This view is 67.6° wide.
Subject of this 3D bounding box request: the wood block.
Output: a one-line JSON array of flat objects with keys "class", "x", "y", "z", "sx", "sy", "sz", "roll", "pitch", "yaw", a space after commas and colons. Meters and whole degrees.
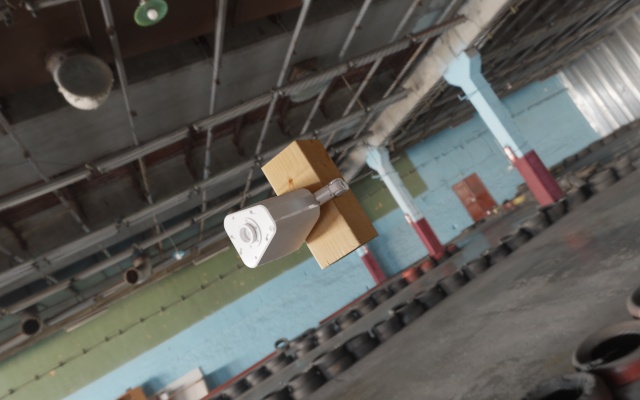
[{"class": "wood block", "x": 0.000, "y": 0.003, "z": 0.838, "sx": 0.091, "sy": 0.206, "sz": 0.090, "roll": -36, "pitch": -10, "yaw": 26}]
